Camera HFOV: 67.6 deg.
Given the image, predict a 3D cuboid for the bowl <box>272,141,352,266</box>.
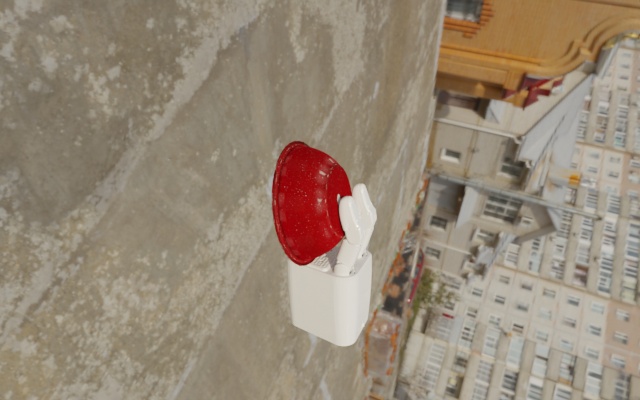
[{"bbox_3d":[0.000,0.001,0.606,0.055,0.162,0.162,-4,-2,24],"label":"bowl"}]
